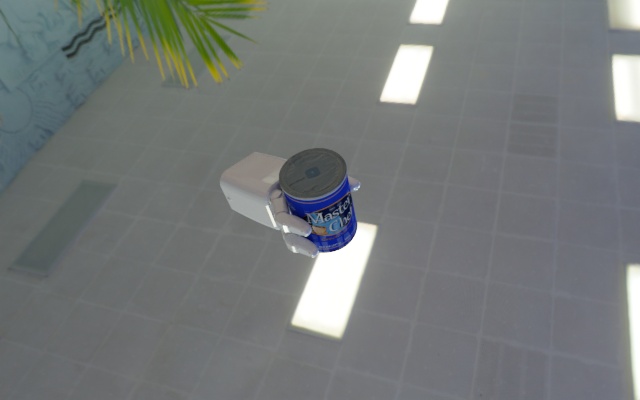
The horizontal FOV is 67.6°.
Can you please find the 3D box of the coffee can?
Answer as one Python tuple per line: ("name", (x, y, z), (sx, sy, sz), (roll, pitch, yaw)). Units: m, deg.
("coffee can", (0.000, 0.002, 0.758), (0.103, 0.102, 0.140), (0, -41, 14))
